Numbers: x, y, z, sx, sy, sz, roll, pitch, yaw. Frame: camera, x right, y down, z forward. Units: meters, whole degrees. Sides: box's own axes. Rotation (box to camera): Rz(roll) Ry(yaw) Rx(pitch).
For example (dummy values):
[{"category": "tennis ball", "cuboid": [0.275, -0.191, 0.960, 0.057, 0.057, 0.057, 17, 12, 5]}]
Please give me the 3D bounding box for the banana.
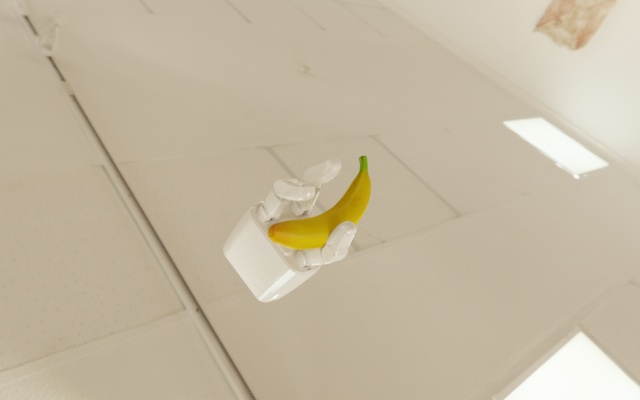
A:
[{"category": "banana", "cuboid": [0.012, 0.016, 0.590, 0.037, 0.069, 0.197, -21, 14, 46]}]
